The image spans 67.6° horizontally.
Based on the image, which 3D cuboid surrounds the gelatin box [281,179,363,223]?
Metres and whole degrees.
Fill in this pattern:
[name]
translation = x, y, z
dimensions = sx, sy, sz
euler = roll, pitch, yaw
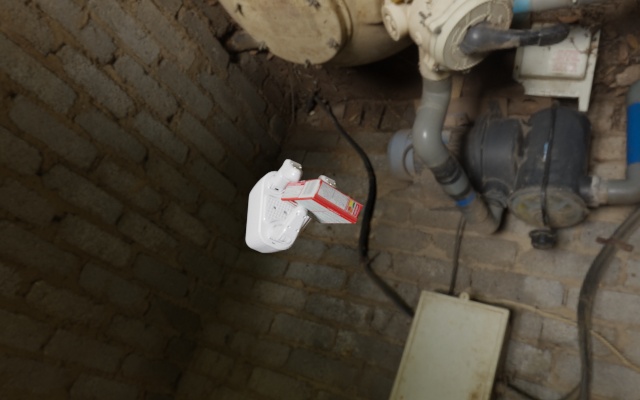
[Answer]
[gelatin box]
translation = 0.000, 0.002, 0.631
dimensions = 0.073, 0.030, 0.089
euler = 31, -17, -28
